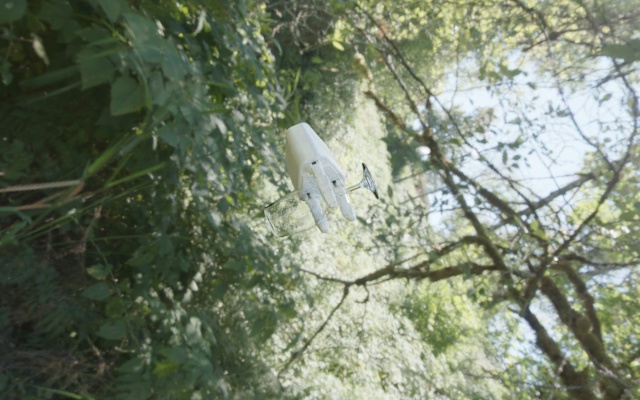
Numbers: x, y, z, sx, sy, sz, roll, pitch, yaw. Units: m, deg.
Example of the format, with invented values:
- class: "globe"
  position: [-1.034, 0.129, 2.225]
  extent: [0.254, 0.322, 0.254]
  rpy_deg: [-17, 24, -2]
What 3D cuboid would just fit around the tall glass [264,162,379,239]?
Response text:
- class: "tall glass"
  position: [0.001, 0.003, 0.870]
  extent: [0.201, 0.079, 0.079]
  rpy_deg: [-23, 1, -2]
